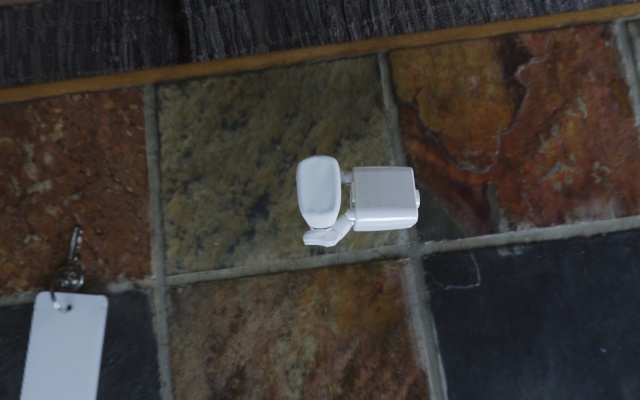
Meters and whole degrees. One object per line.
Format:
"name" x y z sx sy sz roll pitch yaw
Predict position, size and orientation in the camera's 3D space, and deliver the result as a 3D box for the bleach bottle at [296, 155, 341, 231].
"bleach bottle" 0.000 0.003 0.846 0.068 0.102 0.251 -3 -11 1
